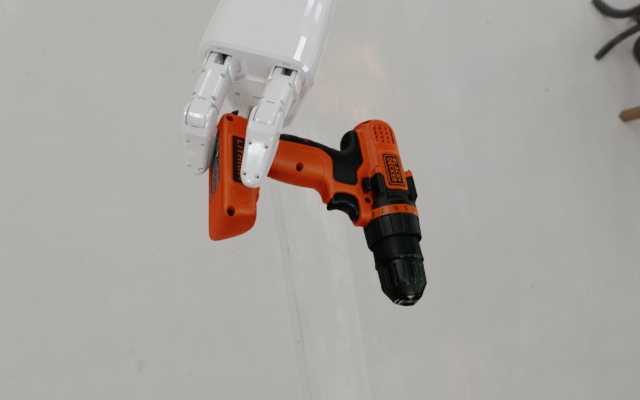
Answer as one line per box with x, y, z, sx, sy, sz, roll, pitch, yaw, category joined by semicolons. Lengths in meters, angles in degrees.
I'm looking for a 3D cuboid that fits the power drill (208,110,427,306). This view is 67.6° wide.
0.000;0.001;0.415;0.187;0.184;0.057;6;-32;-25;power drill
